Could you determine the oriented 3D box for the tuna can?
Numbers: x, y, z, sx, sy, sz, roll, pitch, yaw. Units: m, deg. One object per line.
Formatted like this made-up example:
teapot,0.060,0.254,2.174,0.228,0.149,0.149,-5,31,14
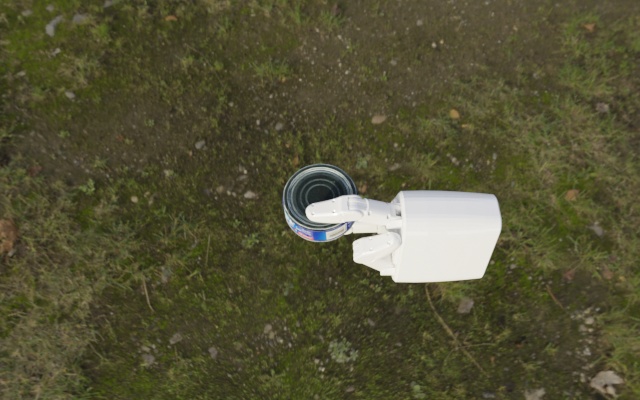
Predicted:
tuna can,0.000,0.002,0.543,0.086,0.086,0.034,0,-26,3
